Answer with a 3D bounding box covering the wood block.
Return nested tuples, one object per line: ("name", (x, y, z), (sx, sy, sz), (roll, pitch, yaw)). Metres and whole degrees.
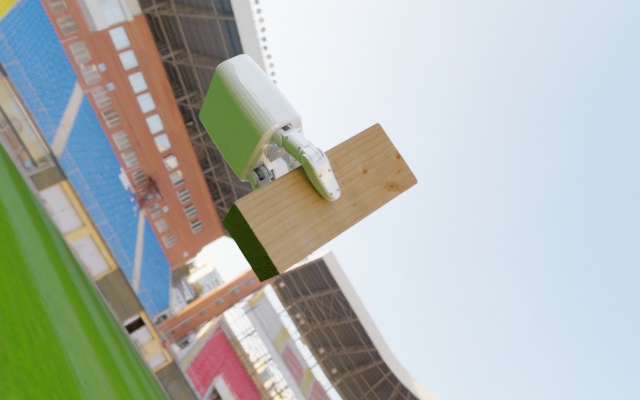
("wood block", (0.000, 0.001, 0.568), (0.206, 0.090, 0.091), (-32, -3, -24))
